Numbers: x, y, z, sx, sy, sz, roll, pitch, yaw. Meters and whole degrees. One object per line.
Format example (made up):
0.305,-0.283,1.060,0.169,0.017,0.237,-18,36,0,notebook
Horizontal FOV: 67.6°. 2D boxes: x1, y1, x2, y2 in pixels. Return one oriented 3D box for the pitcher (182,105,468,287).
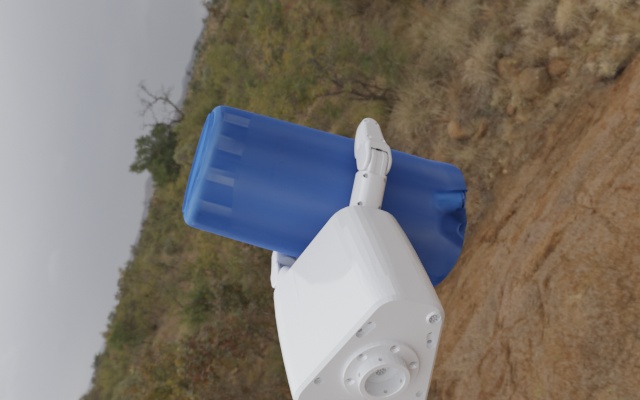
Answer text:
0.000,0.002,0.455,0.243,0.149,0.145,15,25,-18,pitcher
